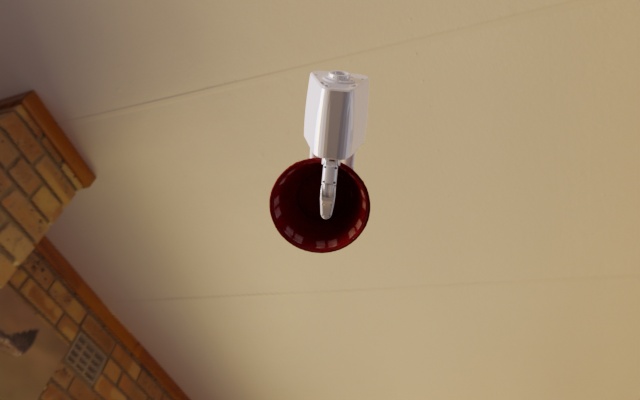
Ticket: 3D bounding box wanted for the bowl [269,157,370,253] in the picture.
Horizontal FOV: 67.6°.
[{"bbox_3d":[0.000,0.004,0.783,0.162,0.162,0.055,0,18,4],"label":"bowl"}]
